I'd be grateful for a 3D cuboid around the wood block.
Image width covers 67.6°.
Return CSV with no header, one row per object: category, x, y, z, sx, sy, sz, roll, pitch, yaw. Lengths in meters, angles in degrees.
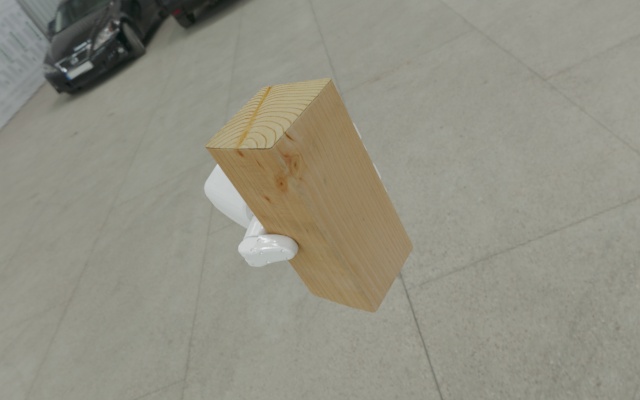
wood block,0.000,0.002,0.451,0.090,0.206,0.090,7,49,43
